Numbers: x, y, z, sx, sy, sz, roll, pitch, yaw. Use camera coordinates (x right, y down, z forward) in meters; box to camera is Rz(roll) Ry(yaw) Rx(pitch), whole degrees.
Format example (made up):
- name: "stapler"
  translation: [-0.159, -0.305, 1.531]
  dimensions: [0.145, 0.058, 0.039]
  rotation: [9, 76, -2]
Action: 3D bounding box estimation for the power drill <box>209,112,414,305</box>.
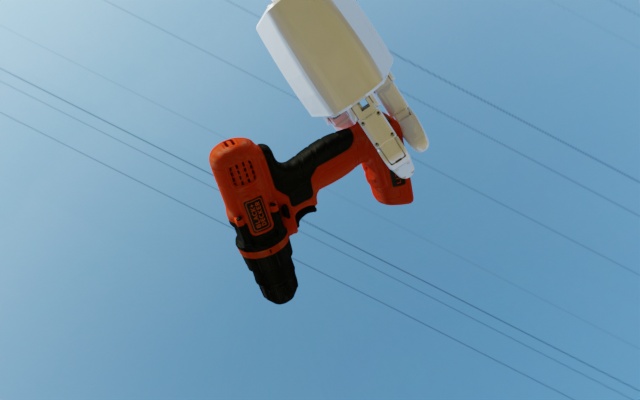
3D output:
- name: "power drill"
  translation: [0.000, 0.001, 0.482]
  dimensions: [0.187, 0.184, 0.057]
  rotation: [-24, 30, -15]
